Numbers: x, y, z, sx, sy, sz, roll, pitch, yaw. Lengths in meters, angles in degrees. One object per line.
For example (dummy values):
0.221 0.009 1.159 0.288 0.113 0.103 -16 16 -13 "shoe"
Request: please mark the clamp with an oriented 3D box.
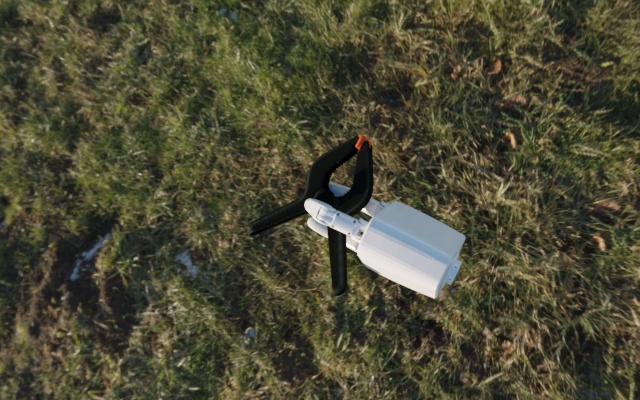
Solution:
0.000 0.002 0.652 0.164 0.210 0.036 25 5 18 "clamp"
